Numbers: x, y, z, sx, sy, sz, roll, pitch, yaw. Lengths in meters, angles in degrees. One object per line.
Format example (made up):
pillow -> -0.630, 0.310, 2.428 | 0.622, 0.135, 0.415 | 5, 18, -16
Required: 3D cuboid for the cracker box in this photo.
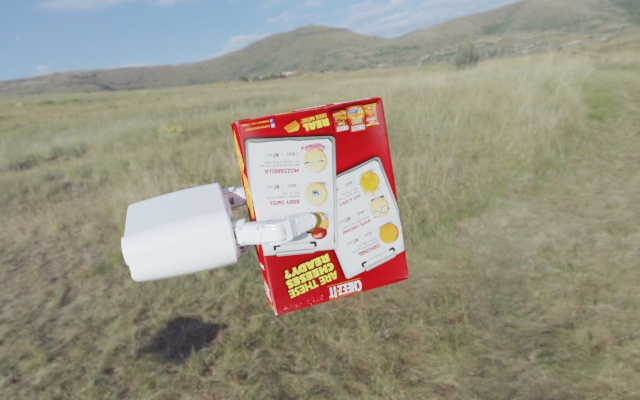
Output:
cracker box -> 0.000, 0.002, 0.548 | 0.164, 0.214, 0.072 | -13, 11, -13
